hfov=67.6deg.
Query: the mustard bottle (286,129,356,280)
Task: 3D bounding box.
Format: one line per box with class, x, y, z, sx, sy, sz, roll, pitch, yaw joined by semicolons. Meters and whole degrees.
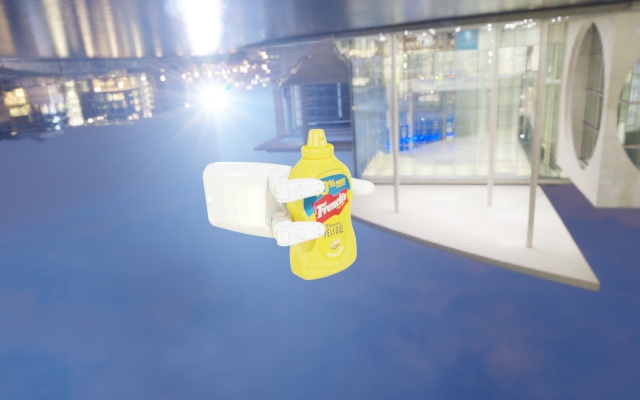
mustard bottle;0.000;0.002;0.633;0.096;0.192;0.058;-16;21;-33
